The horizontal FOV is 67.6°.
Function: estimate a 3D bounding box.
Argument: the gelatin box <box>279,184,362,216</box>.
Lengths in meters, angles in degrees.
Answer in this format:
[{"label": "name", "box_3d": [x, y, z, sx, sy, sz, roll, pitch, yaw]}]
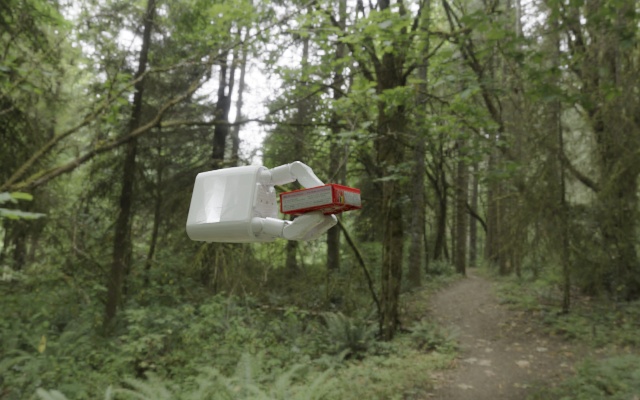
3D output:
[{"label": "gelatin box", "box_3d": [0.000, 0.002, 0.652, 0.089, 0.030, 0.073, -11, -12, 32]}]
